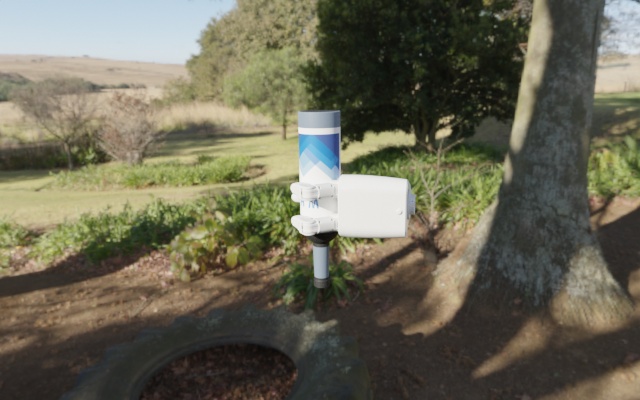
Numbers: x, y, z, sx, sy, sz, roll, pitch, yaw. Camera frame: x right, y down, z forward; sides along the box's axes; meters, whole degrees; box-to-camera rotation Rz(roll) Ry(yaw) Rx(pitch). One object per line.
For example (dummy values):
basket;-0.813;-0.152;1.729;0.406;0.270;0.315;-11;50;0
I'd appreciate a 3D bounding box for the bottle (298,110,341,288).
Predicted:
bottle;0.000;0.002;0.785;0.069;0.296;0.069;-1;14;0
